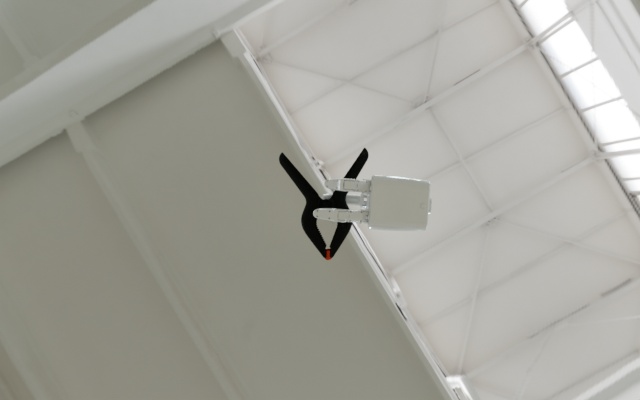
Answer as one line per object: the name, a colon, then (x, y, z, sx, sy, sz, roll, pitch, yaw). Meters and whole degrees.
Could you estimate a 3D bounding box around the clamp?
clamp: (0.000, 0.003, 0.884, 0.164, 0.210, 0.036, 4, 2, 5)
